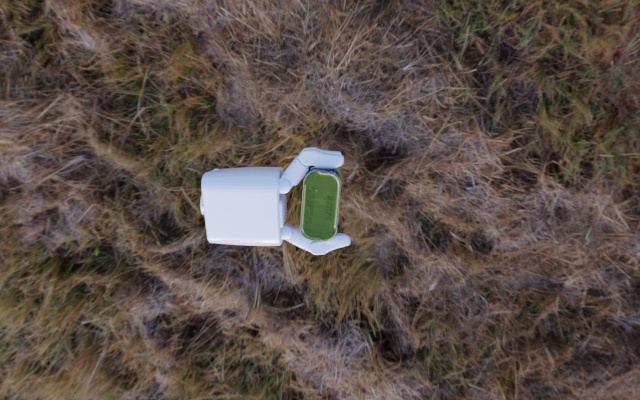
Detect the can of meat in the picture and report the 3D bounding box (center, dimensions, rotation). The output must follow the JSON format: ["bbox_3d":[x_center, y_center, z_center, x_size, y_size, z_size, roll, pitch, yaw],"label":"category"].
[{"bbox_3d":[0.000,0.002,0.679,0.057,0.102,0.084,4,8,0],"label":"can of meat"}]
